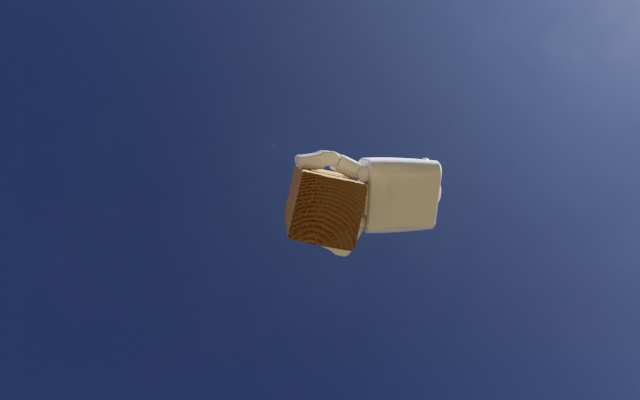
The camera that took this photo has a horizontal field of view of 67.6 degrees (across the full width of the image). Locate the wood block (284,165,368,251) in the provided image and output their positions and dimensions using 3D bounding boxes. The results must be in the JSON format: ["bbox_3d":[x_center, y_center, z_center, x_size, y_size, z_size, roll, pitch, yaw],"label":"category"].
[{"bbox_3d":[0.000,0.003,0.705,0.090,0.091,0.206,12,5,-7],"label":"wood block"}]
